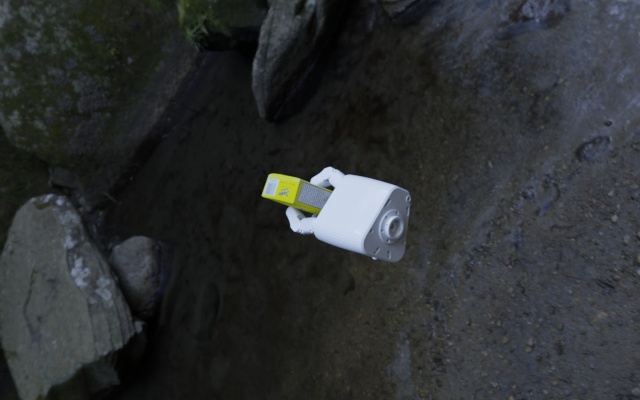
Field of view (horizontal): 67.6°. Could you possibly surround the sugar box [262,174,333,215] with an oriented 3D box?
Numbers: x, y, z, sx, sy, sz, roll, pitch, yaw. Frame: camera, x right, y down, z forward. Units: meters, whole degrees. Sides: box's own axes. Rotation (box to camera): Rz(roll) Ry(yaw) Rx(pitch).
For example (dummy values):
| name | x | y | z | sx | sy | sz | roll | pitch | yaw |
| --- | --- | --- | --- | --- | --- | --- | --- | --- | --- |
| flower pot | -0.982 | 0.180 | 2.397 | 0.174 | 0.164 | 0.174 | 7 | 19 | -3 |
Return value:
| name | x | y | z | sx | sy | sz | roll | pitch | yaw |
| --- | --- | --- | --- | --- | --- | --- | --- | --- | --- |
| sugar box | 0.000 | 0.003 | 0.803 | 0.176 | 0.048 | 0.093 | 22 | -6 | -39 |
